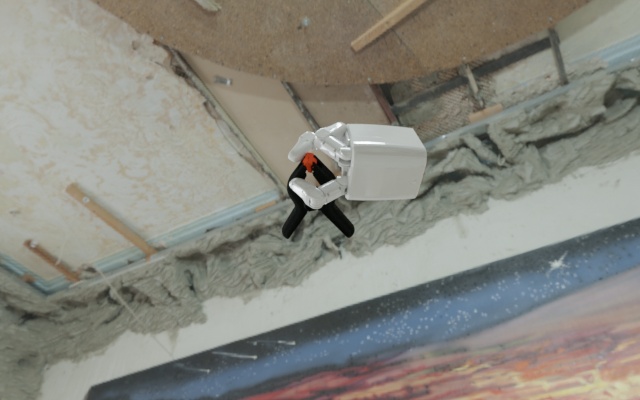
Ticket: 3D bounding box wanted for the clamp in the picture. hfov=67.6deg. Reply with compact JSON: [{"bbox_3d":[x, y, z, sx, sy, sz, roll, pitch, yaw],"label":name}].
[{"bbox_3d":[0.000,0.002,0.750,0.120,0.039,0.172,1,-45,-5],"label":"clamp"}]
